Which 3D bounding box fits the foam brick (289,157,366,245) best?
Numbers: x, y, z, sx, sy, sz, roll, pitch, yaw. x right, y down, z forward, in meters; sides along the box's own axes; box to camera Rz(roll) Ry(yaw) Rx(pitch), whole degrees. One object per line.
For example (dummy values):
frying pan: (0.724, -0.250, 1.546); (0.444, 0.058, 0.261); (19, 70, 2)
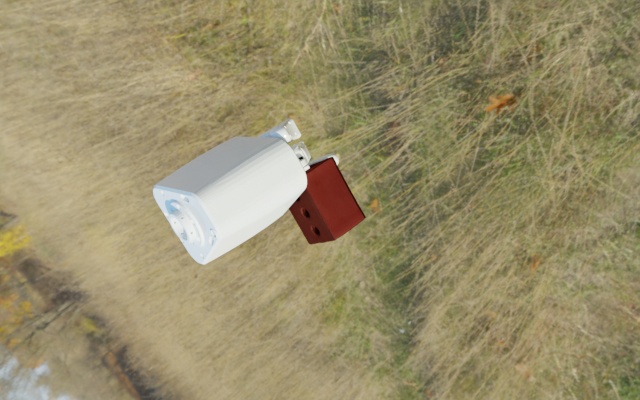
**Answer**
foam brick: (0.000, 0.002, 0.517); (0.051, 0.078, 0.053); (-37, 12, -34)
